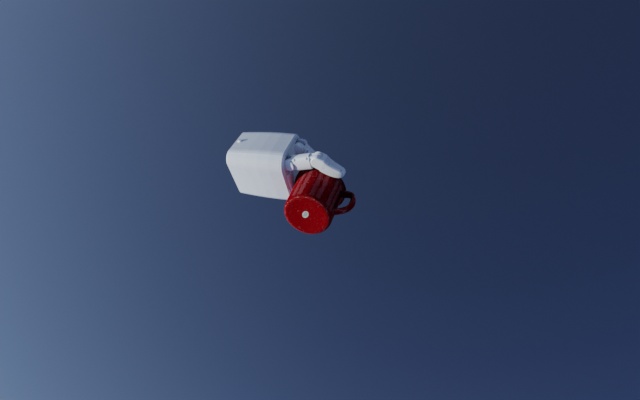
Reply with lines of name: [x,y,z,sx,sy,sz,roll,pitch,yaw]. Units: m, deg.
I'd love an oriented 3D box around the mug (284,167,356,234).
mug: [0.001,0.003,0.795,0.117,0.093,0.081,5,38,16]
